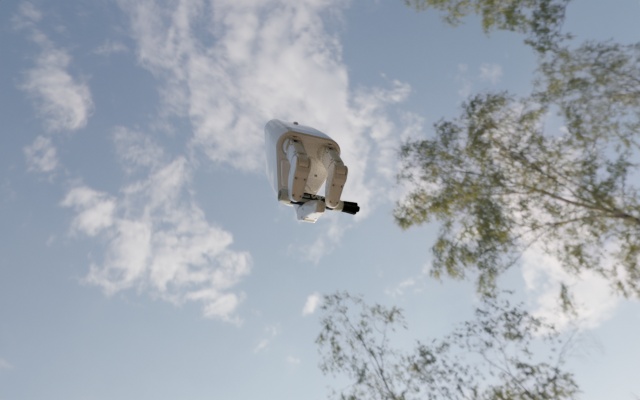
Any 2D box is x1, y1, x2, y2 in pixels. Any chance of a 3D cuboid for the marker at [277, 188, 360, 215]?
[{"bbox_3d":[0.000,0.002,0.661,0.121,0.020,0.020,10,-4,-23],"label":"marker"}]
